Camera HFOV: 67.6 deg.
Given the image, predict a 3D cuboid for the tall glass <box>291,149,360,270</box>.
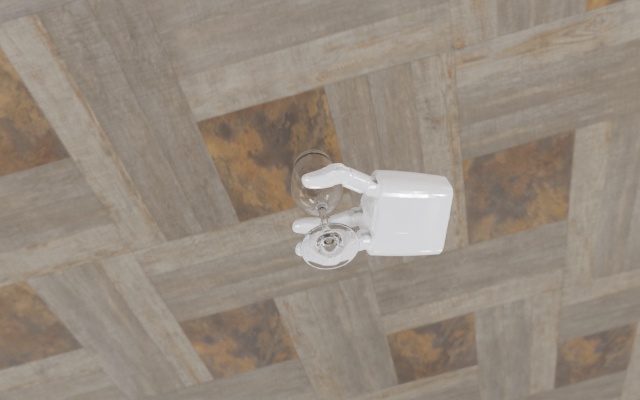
[{"bbox_3d":[0.000,0.003,0.671,0.079,0.079,0.201,0,34,-9],"label":"tall glass"}]
